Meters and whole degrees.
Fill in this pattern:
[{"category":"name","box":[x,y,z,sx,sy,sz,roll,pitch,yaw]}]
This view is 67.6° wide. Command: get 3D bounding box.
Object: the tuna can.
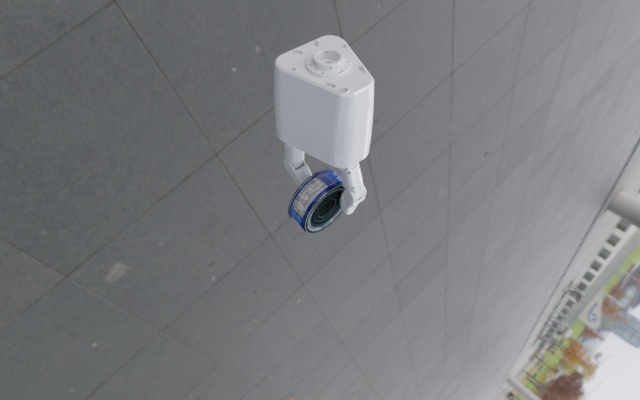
[{"category":"tuna can","box":[0.000,0.002,0.633,0.033,0.086,0.086,43,22,25]}]
